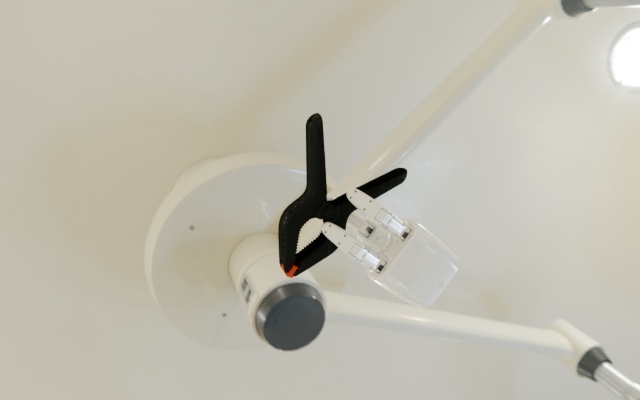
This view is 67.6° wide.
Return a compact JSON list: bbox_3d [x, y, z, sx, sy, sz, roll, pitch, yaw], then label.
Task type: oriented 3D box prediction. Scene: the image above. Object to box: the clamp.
[{"bbox_3d":[0.000,0.002,0.624,0.165,0.210,0.036,36,3,-28],"label":"clamp"}]
